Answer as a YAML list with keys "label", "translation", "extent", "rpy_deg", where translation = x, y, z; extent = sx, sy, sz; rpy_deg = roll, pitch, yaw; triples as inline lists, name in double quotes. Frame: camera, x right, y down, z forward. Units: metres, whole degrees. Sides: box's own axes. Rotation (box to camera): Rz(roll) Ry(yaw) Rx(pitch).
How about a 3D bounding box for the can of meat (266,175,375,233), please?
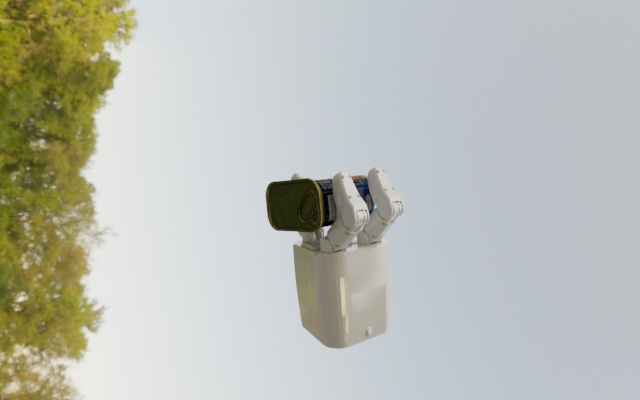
- label: "can of meat"
  translation: [0.000, 0.002, 0.548]
  extent: [0.084, 0.057, 0.102]
  rpy_deg: [-8, 3, -38]
